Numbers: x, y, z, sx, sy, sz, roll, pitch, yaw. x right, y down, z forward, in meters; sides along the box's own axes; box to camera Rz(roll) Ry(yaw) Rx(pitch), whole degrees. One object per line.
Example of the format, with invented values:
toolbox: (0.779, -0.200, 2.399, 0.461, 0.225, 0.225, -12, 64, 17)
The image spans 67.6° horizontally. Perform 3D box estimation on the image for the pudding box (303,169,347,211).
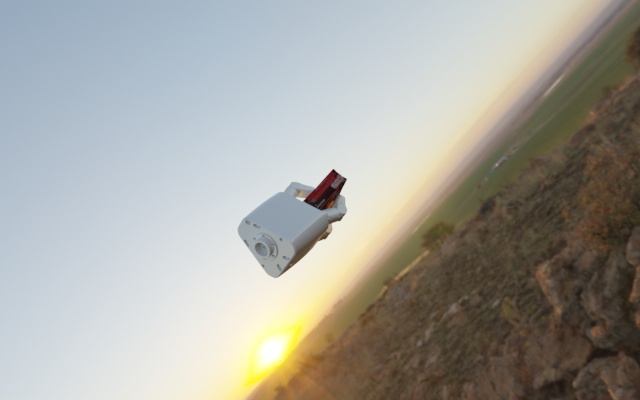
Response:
pudding box: (0.000, 0.003, 0.893, 0.039, 0.090, 0.113, 40, -25, 6)
